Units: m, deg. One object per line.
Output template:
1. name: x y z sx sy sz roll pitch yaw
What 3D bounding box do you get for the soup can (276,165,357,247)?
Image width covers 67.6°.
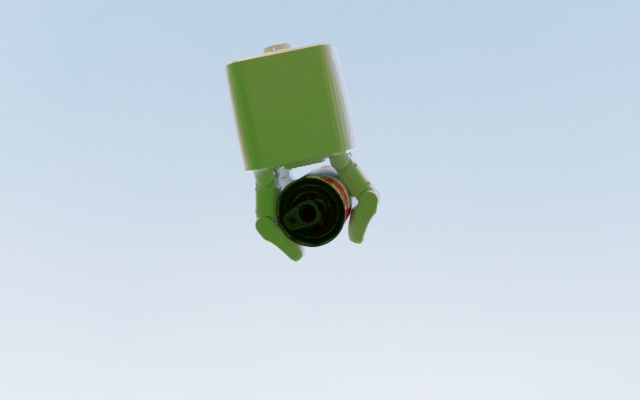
1. soup can: 0.000 0.002 0.496 0.068 0.068 0.102 0 11 12
